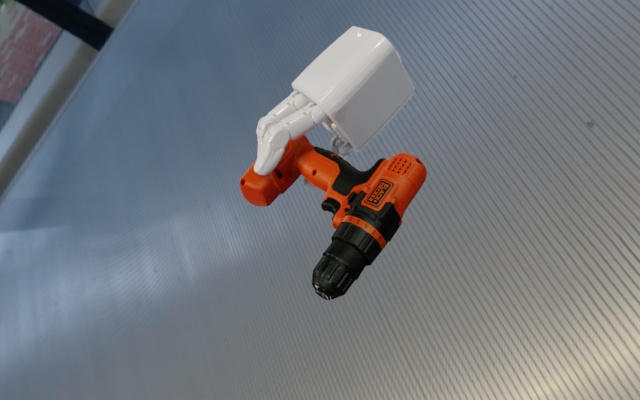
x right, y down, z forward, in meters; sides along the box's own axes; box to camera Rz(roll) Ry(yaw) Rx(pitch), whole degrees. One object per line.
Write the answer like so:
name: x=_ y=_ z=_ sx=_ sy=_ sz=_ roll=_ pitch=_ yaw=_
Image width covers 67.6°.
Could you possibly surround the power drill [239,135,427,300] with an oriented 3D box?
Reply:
power drill: x=0.000 y=0.001 z=0.539 sx=0.187 sy=0.184 sz=0.057 roll=26 pitch=-25 yaw=30
